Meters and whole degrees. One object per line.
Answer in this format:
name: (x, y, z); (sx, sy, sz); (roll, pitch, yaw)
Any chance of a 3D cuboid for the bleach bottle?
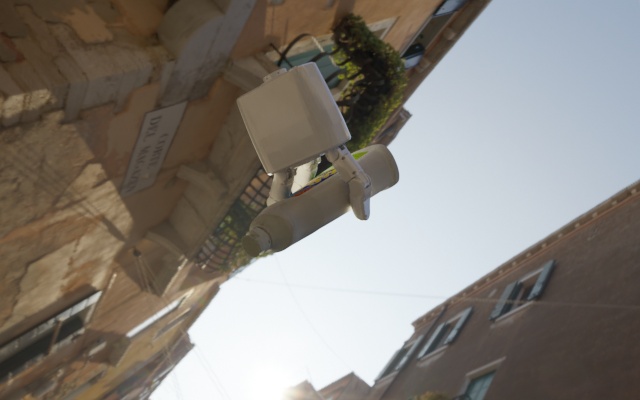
bleach bottle: (0.000, 0.002, 0.620); (0.102, 0.068, 0.250); (-17, 11, 43)
